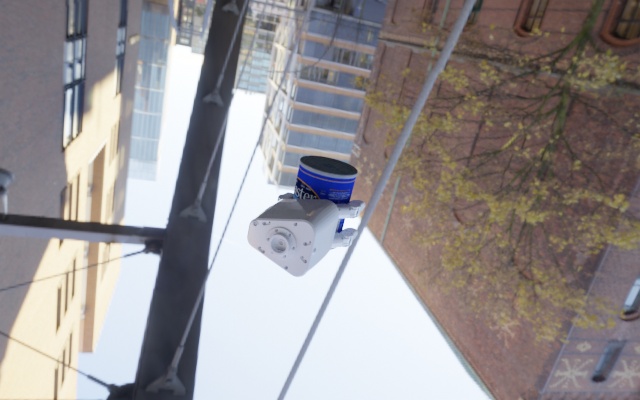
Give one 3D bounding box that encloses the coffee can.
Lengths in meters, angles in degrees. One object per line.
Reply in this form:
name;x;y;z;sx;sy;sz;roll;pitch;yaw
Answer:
coffee can;0.000;0.003;0.844;0.103;0.140;0.102;11;19;-4
